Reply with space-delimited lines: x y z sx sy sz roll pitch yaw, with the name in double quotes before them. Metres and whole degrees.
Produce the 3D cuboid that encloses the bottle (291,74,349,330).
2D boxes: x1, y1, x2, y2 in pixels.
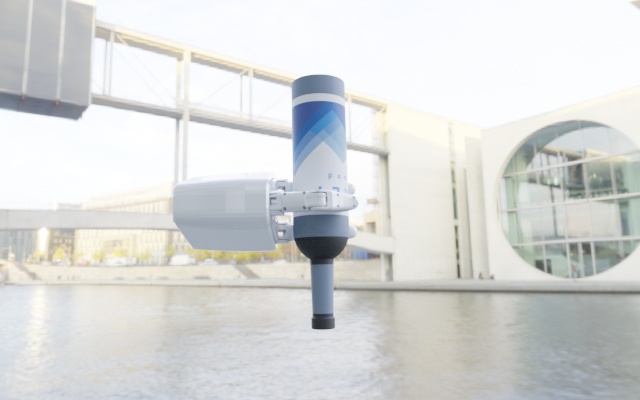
"bottle" 0.000 0.002 0.570 0.069 0.295 0.069 -1 -8 0
